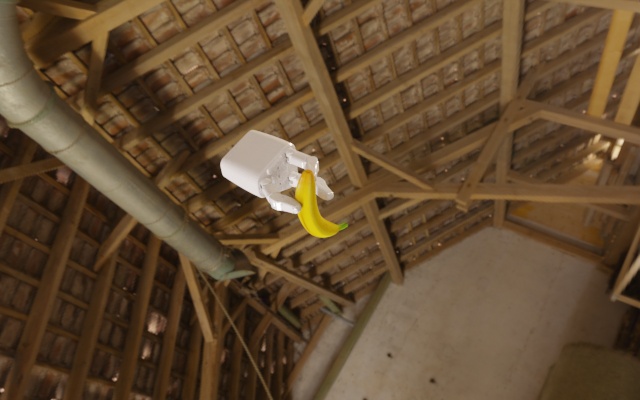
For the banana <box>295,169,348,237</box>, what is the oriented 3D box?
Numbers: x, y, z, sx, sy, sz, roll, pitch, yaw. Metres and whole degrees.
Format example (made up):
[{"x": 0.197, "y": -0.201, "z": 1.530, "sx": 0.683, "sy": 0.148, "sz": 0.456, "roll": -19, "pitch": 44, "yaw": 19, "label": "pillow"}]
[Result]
[{"x": -0.010, "y": 0.019, "z": 0.869, "sx": 0.037, "sy": 0.069, "sz": 0.198, "roll": 29, "pitch": -16, "yaw": 34, "label": "banana"}]
